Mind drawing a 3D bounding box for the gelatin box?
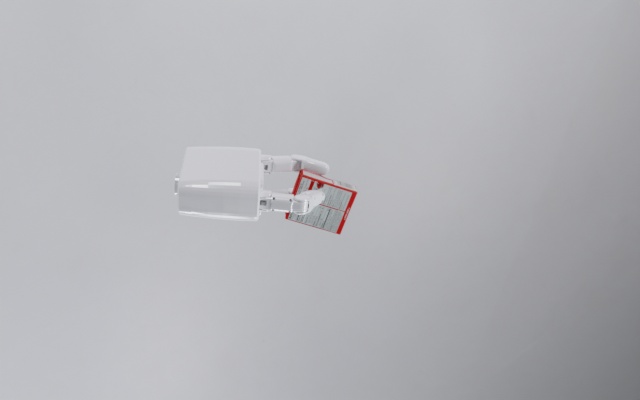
[{"bbox_3d":[0.000,0.003,0.700,0.089,0.073,0.030,17,20,-10],"label":"gelatin box"}]
